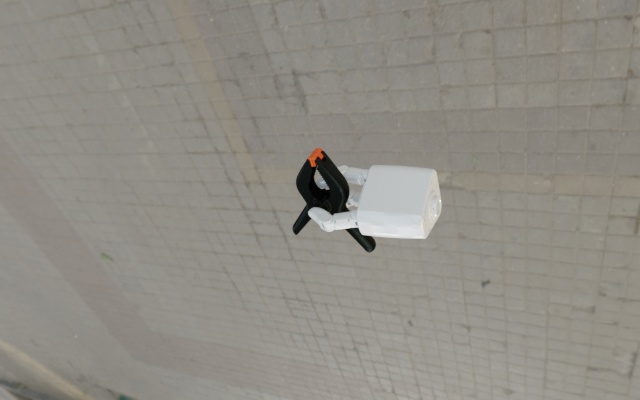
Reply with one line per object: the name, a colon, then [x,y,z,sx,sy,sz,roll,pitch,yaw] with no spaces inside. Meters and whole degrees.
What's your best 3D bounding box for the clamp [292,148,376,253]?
clamp: [0.000,0.003,0.820,0.164,0.210,0.036,5,43,29]
